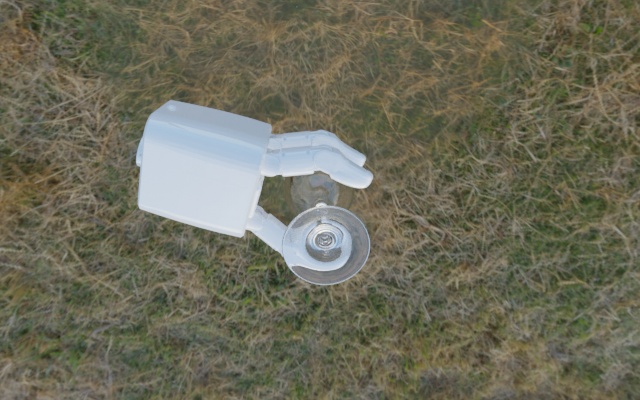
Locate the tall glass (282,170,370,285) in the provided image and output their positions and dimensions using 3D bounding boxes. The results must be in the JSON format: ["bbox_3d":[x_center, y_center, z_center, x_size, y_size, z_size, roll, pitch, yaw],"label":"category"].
[{"bbox_3d":[0.000,0.002,0.490,0.079,0.079,0.201,0,22,-2],"label":"tall glass"}]
